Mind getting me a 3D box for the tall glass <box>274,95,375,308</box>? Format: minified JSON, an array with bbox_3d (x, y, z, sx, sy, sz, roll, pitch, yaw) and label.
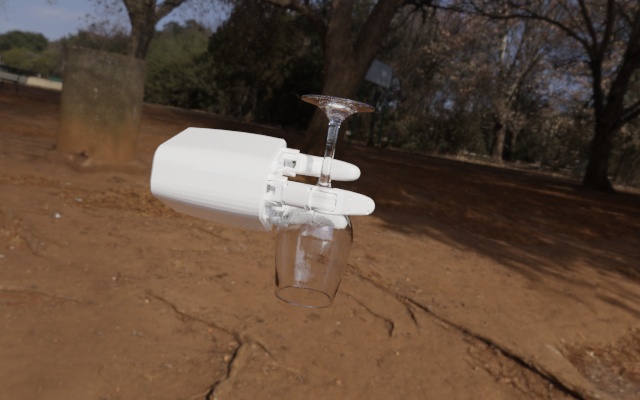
[{"bbox_3d":[0.000,0.001,0.479,0.079,0.201,0.079,10,5,-1],"label":"tall glass"}]
